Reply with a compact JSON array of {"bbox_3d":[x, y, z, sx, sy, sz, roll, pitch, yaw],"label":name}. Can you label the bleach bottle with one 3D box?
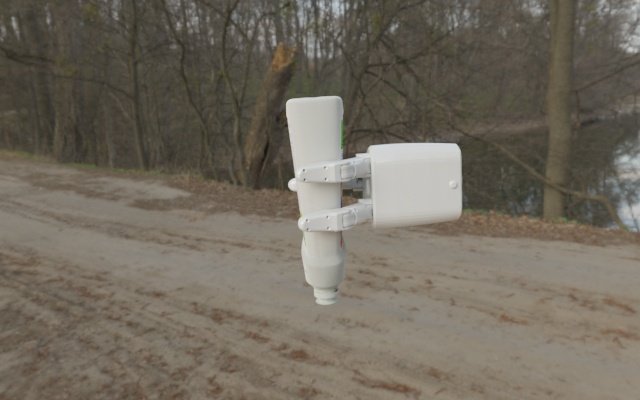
[{"bbox_3d":[0.000,0.002,0.589,0.068,0.251,0.102,-4,11,0],"label":"bleach bottle"}]
